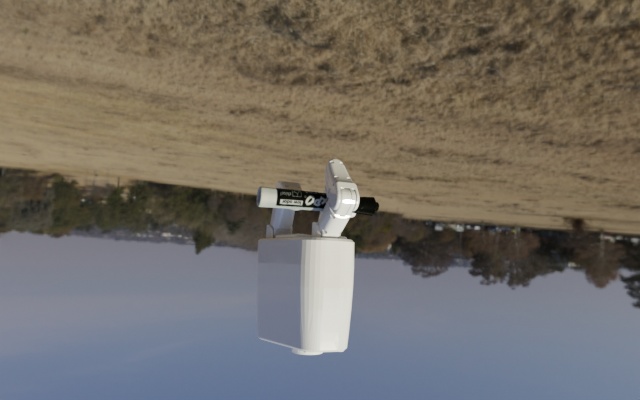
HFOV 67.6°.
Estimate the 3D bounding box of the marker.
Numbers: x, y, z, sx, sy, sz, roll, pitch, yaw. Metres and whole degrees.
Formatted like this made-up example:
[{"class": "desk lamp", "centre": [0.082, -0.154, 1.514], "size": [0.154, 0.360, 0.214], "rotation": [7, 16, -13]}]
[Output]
[{"class": "marker", "centre": [0.000, 0.001, 0.457], "size": [0.121, 0.020, 0.020], "rotation": [5, -2, -20]}]
